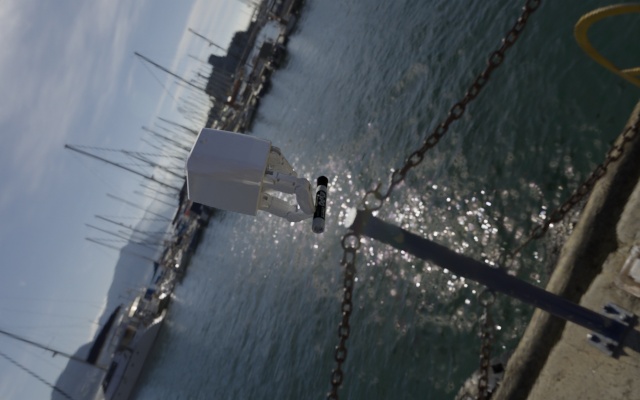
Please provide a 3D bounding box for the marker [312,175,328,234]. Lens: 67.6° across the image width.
[{"bbox_3d":[0.000,0.002,0.729,0.020,0.020,0.121,0,40,5],"label":"marker"}]
